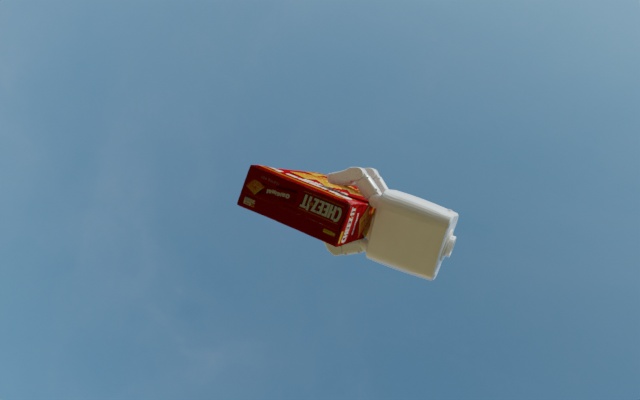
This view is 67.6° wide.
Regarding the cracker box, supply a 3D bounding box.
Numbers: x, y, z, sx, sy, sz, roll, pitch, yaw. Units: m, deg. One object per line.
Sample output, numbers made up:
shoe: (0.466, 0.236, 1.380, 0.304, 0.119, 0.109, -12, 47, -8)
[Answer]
cracker box: (0.000, 0.003, 0.747, 0.164, 0.072, 0.213, 21, 8, 20)
